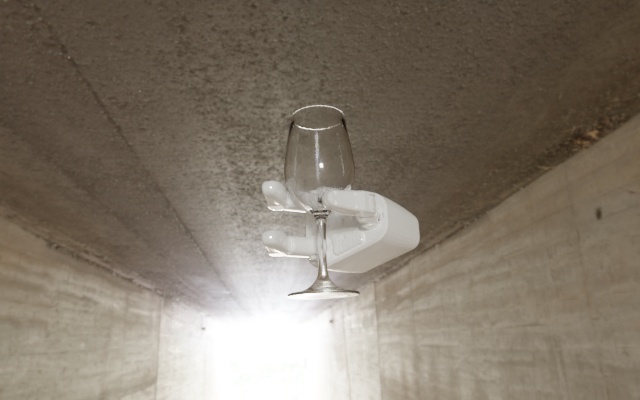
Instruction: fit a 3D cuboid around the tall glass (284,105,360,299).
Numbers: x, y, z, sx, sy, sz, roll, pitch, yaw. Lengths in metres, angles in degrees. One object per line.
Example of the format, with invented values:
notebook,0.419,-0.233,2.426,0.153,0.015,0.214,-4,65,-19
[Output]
tall glass,0.000,0.002,0.515,0.079,0.201,0.079,-2,-16,-1
